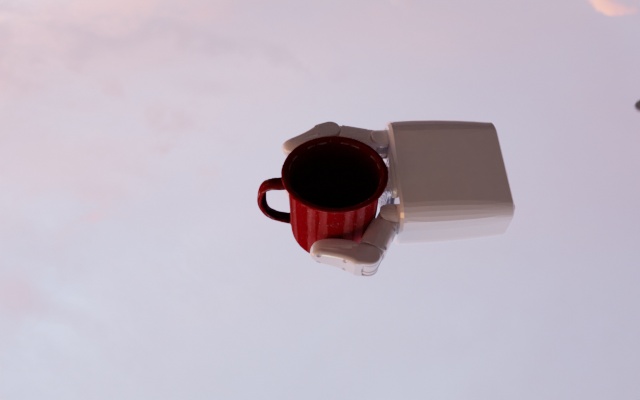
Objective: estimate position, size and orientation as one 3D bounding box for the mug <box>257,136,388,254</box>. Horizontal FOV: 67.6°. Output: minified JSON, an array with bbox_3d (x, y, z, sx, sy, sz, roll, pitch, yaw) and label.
[{"bbox_3d":[-0.001,0.002,0.443,0.117,0.093,0.082,-2,-41,-2],"label":"mug"}]
